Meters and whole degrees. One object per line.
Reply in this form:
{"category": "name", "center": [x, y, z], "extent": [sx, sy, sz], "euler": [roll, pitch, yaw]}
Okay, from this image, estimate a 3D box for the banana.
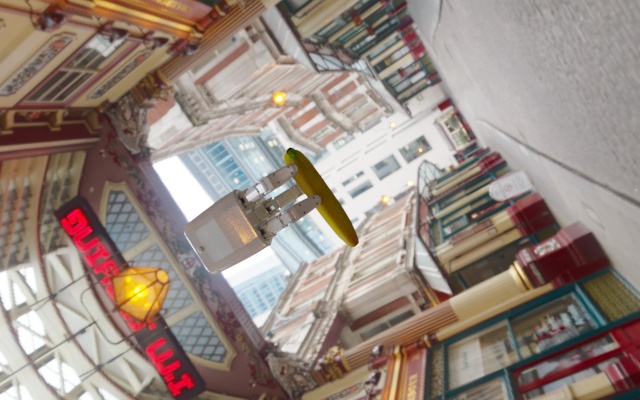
{"category": "banana", "center": [-0.003, -0.009, 0.731], "extent": [0.037, 0.198, 0.069], "euler": [-32, 27, 11]}
